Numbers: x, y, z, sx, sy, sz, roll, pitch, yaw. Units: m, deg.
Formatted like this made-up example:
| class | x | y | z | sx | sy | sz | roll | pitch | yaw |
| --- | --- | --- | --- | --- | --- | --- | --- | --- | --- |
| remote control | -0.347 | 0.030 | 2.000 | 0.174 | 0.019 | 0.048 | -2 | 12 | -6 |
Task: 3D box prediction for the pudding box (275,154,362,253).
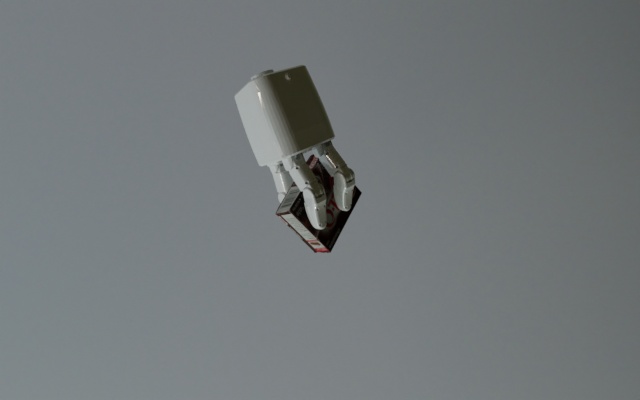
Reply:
| class | x | y | z | sx | sy | sz | roll | pitch | yaw |
| --- | --- | --- | --- | --- | --- | --- | --- | --- | --- |
| pudding box | 0.000 | 0.002 | 0.661 | 0.039 | 0.113 | 0.090 | -8 | -46 | 50 |
